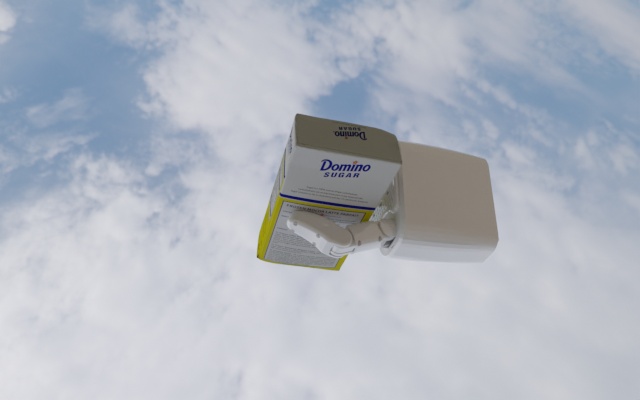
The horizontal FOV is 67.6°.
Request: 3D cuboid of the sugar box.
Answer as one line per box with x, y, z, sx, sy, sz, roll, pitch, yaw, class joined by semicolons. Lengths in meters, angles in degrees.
0.000;0.001;0.456;0.093;0.048;0.176;9;-42;-14;sugar box
